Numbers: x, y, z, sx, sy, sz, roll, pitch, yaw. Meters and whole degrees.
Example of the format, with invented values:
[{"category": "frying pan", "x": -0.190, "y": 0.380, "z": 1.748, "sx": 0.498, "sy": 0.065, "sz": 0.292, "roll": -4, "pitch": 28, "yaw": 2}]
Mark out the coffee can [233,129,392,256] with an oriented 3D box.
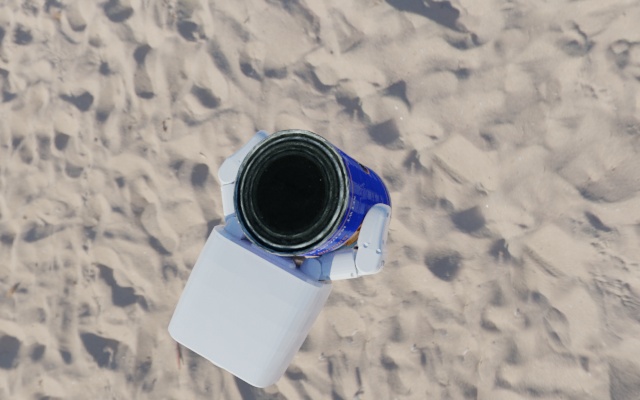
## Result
[{"category": "coffee can", "x": 0.000, "y": 0.001, "z": 0.442, "sx": 0.103, "sy": 0.103, "sz": 0.140, "roll": 0, "pitch": -7, "yaw": 22}]
